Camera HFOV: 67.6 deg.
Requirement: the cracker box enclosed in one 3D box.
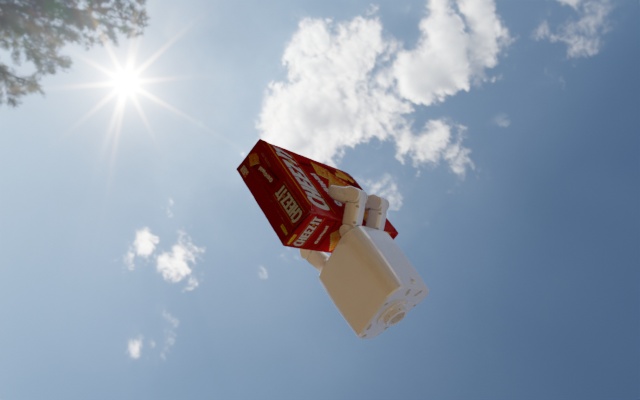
[{"bbox_3d":[0.000,0.003,0.729,0.214,0.072,0.164,17,29,-48],"label":"cracker box"}]
